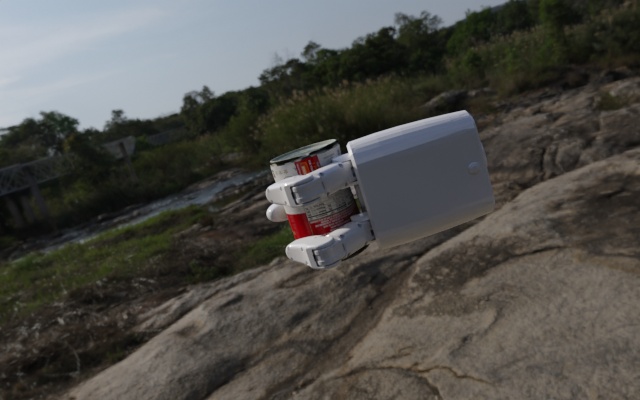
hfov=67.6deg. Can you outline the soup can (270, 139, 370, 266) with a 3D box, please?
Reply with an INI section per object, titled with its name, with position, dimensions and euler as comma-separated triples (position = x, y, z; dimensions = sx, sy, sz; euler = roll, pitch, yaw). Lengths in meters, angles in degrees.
[soup can]
position = 0.000, 0.001, 0.445
dimensions = 0.068, 0.102, 0.068
euler = -18, 12, 4
